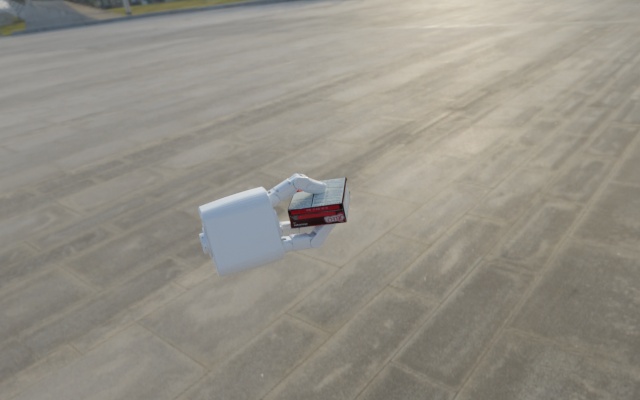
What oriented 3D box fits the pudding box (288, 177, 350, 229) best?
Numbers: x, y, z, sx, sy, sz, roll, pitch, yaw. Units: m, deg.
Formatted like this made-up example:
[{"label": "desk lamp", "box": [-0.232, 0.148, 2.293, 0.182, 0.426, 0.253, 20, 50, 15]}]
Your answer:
[{"label": "pudding box", "box": [0.000, 0.002, 0.782, 0.090, 0.039, 0.113, -6, 25, 10]}]
